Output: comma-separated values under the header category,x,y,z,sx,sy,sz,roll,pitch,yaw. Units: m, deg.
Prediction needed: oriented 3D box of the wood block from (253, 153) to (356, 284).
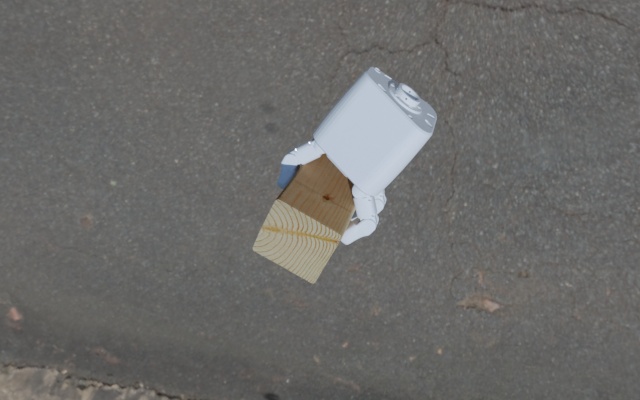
category,x,y,z,sx,sy,sz,roll,pitch,yaw
wood block,0.000,0.002,0.651,0.091,0.090,0.206,30,34,2
